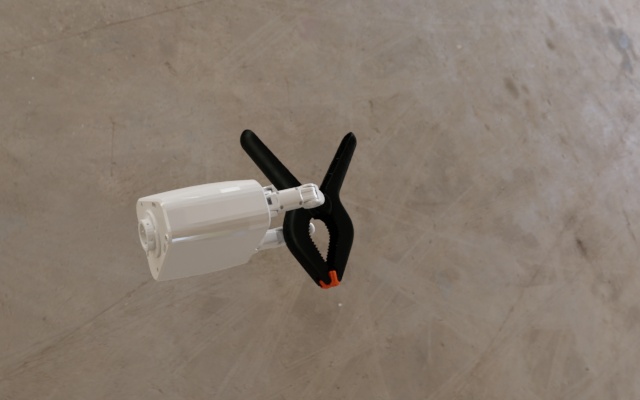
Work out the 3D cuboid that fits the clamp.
[{"bbox_3d":[0.000,0.002,0.599,0.164,0.210,0.036,-12,-11,-31],"label":"clamp"}]
